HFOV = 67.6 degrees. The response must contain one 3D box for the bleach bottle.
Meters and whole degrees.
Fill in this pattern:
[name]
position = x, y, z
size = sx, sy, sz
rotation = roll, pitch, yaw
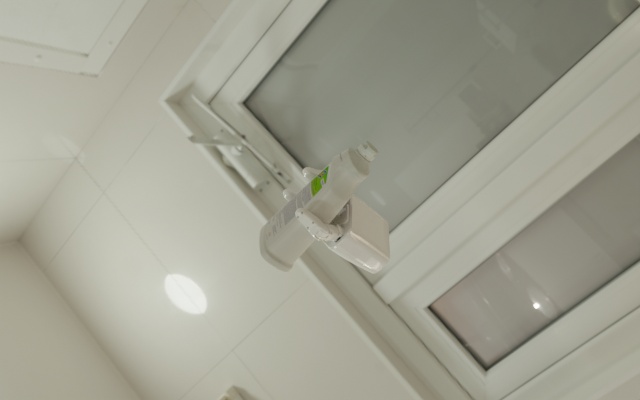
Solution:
[bleach bottle]
position = 0.000, 0.003, 0.795
size = 0.068, 0.251, 0.102
rotation = 35, 21, -26
